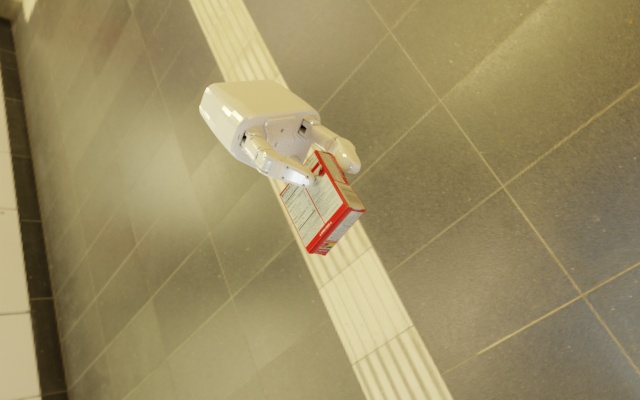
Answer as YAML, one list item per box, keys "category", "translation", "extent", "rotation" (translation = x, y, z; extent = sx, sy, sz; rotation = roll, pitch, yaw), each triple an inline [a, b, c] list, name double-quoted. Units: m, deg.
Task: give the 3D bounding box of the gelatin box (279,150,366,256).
- category: "gelatin box"
  translation: [0.000, 0.002, 0.509]
  extent: [0.030, 0.089, 0.073]
  rotation: [12, -52, -42]
